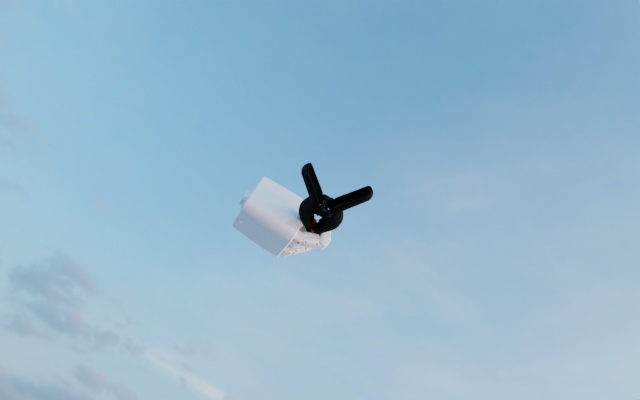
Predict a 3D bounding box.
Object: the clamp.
[{"bbox_3d":[0.000,0.002,0.812,0.120,0.039,0.171,31,-42,-8],"label":"clamp"}]
